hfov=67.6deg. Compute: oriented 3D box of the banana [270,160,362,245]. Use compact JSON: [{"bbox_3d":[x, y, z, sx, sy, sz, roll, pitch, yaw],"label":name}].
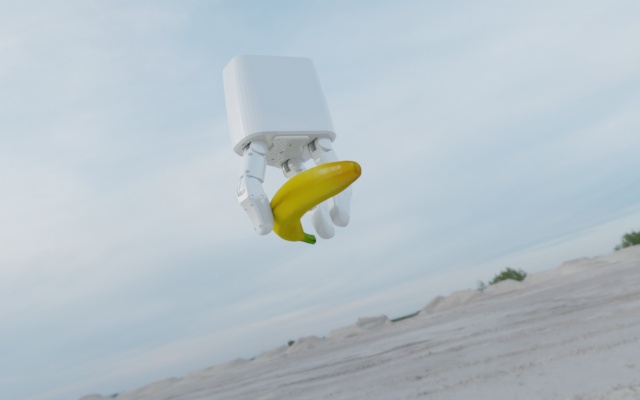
[{"bbox_3d":[-0.019,0.004,0.499,0.069,0.037,0.198,-4,-21,-16],"label":"banana"}]
